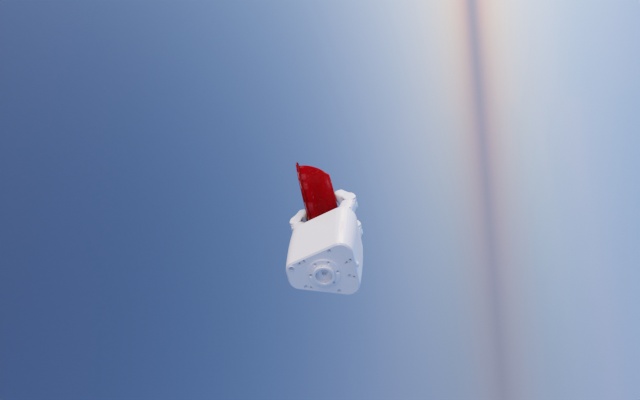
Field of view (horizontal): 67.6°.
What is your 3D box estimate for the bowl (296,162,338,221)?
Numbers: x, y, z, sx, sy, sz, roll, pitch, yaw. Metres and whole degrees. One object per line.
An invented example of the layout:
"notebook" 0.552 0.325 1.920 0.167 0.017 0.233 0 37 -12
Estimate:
"bowl" 0.000 0.002 0.870 0.055 0.162 0.162 -14 0 0
